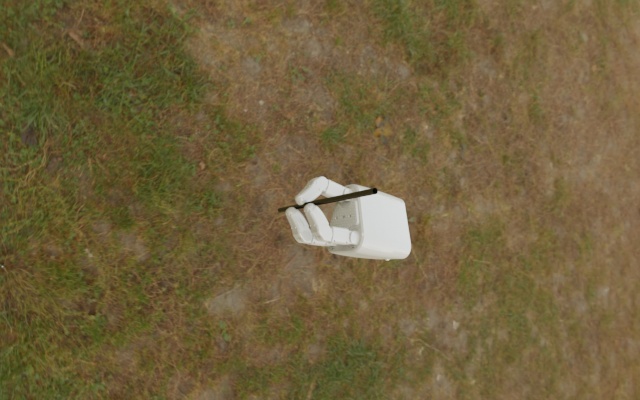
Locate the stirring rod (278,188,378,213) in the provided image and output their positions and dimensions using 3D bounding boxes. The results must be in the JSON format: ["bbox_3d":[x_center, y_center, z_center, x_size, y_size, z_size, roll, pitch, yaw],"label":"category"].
[{"bbox_3d":[0.000,0.002,0.678,0.011,0.011,0.239,0,-7,-34],"label":"stirring rod"}]
